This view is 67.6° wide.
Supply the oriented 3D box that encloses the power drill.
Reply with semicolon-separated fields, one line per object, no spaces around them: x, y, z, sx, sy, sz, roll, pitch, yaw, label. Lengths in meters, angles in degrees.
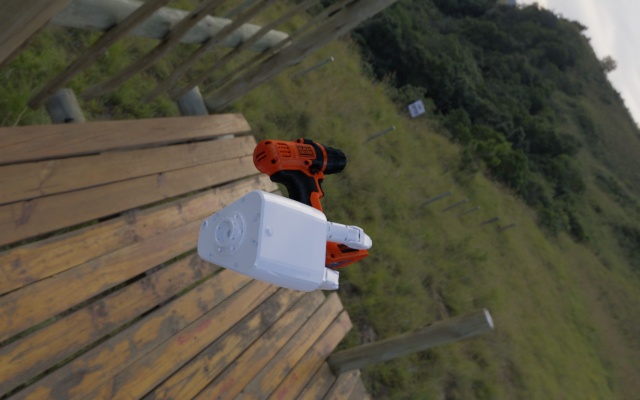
0.000;0.003;0.673;0.057;0.187;0.184;-32;-18;35;power drill
